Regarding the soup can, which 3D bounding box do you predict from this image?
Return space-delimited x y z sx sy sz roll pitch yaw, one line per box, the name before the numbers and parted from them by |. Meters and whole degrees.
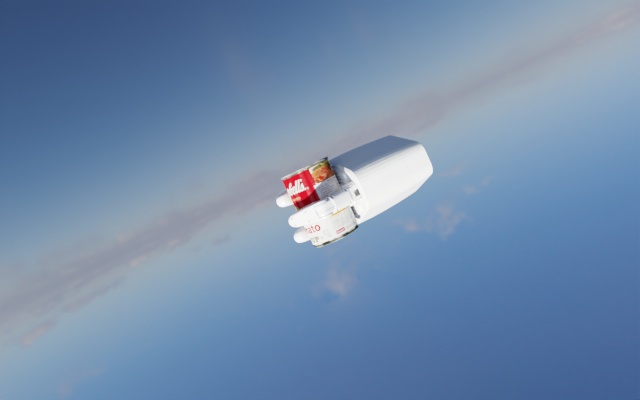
soup can | 0.000 0.003 0.632 0.068 0.102 0.068 -25 5 2
